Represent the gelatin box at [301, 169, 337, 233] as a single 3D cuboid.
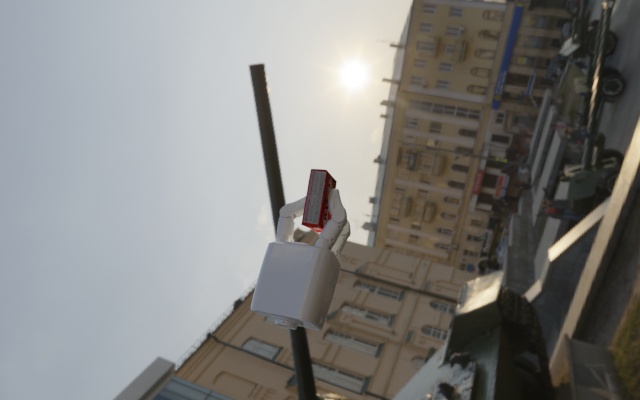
[{"bbox_3d":[0.000,0.002,0.742,0.030,0.089,0.073,6,-9,15],"label":"gelatin box"}]
